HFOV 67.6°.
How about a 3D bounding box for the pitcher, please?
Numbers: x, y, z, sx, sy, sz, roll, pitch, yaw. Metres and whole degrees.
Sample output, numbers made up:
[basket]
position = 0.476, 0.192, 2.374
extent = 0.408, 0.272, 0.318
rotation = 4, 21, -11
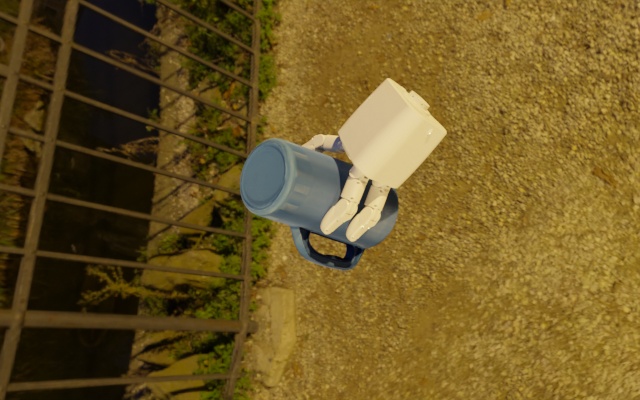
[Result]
[pitcher]
position = 0.000, 0.002, 0.720
extent = 0.243, 0.149, 0.145
rotation = 18, -56, -47
